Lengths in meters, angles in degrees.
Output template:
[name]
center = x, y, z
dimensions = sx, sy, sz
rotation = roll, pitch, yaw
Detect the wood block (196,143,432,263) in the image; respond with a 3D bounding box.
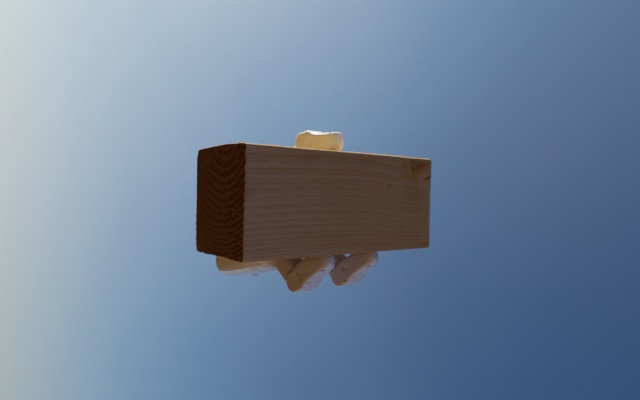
[wood block]
center = 0.000, 0.001, 0.443
dimensions = 0.206, 0.091, 0.090
rotation = 0, 1, -37
